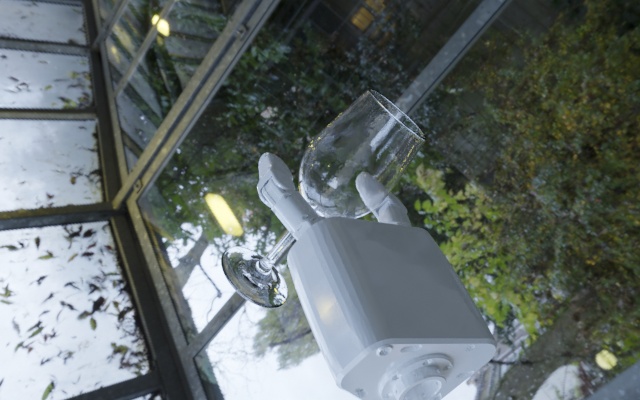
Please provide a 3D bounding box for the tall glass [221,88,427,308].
[{"bbox_3d":[0.000,0.002,0.412,0.079,0.201,0.079,35,21,-16],"label":"tall glass"}]
